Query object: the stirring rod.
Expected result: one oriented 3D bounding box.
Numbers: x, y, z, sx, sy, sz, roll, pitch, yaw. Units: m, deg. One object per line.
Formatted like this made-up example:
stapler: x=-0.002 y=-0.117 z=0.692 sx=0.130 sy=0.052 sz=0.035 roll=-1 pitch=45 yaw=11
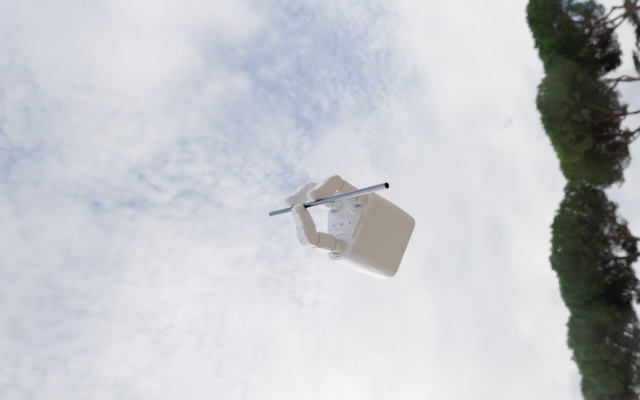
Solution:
stirring rod: x=0.000 y=0.002 z=0.632 sx=0.011 sy=0.011 sz=0.239 roll=0 pitch=-9 yaw=-39
